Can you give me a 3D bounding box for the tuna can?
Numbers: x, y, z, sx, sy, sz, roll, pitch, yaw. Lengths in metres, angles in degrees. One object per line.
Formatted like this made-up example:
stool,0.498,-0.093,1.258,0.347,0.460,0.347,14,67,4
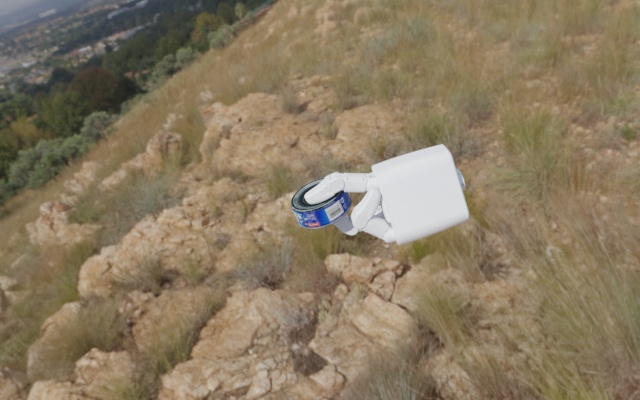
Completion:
tuna can,0.000,0.002,0.700,0.086,0.034,0.086,-18,30,11
